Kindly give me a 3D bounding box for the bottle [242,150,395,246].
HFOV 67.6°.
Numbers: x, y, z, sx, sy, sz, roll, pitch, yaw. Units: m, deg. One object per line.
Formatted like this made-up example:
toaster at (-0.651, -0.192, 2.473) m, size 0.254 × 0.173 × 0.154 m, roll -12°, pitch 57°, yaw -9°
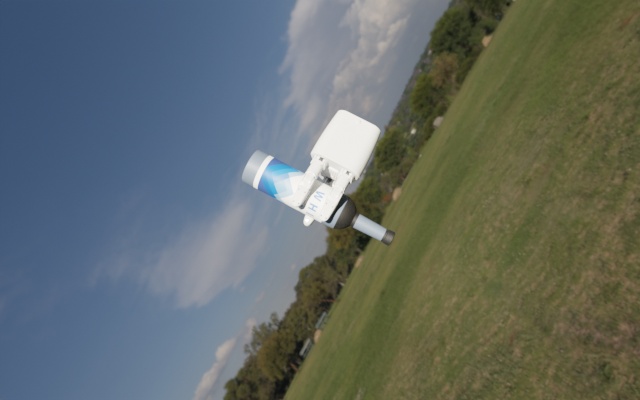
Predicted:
bottle at (0.000, 0.003, 0.879) m, size 0.295 × 0.069 × 0.069 m, roll 28°, pitch 2°, yaw 4°
